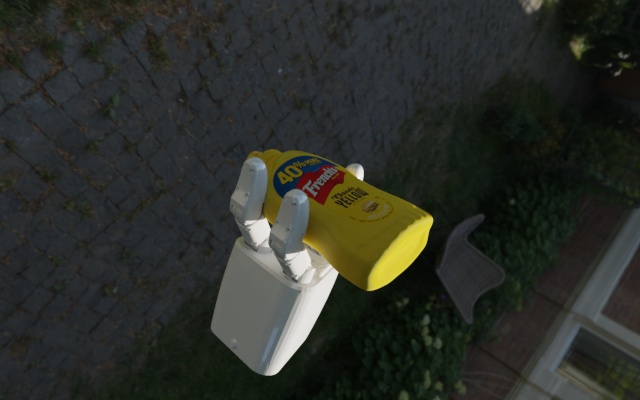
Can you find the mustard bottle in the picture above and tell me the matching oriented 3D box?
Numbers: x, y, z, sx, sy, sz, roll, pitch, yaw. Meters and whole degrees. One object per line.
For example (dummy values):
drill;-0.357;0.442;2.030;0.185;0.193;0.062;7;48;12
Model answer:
mustard bottle;0.000;0.001;0.445;0.191;0.058;0.096;32;44;30
